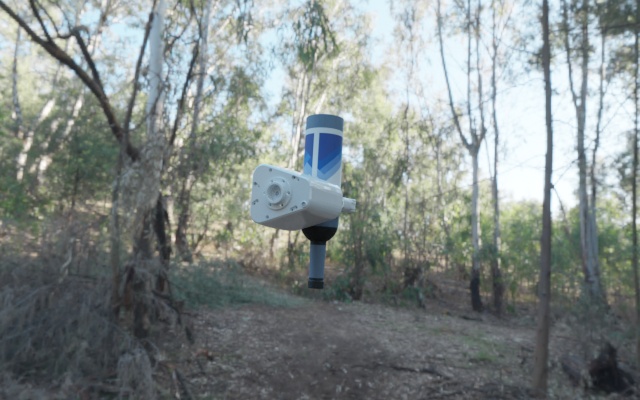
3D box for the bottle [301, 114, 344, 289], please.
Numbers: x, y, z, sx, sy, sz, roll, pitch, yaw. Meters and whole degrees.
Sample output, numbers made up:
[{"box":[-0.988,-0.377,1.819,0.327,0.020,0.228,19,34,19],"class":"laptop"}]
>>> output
[{"box":[0.000,0.002,0.825,0.069,0.295,0.069,3,-6,0],"class":"bottle"}]
